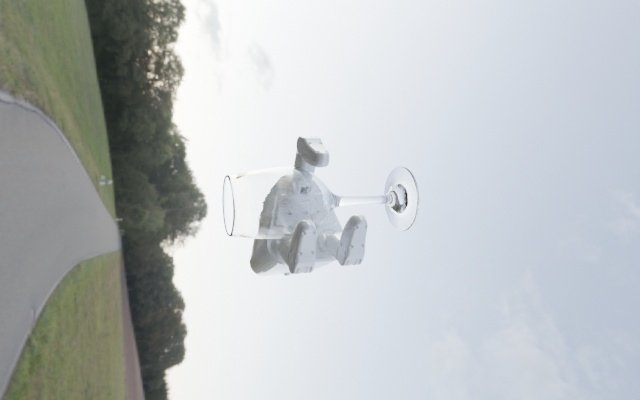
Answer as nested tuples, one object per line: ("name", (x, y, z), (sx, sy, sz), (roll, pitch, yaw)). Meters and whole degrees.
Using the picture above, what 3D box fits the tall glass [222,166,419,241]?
("tall glass", (0.001, 0.002, 0.512), (0.201, 0.079, 0.079), (-2, 1, -22))
